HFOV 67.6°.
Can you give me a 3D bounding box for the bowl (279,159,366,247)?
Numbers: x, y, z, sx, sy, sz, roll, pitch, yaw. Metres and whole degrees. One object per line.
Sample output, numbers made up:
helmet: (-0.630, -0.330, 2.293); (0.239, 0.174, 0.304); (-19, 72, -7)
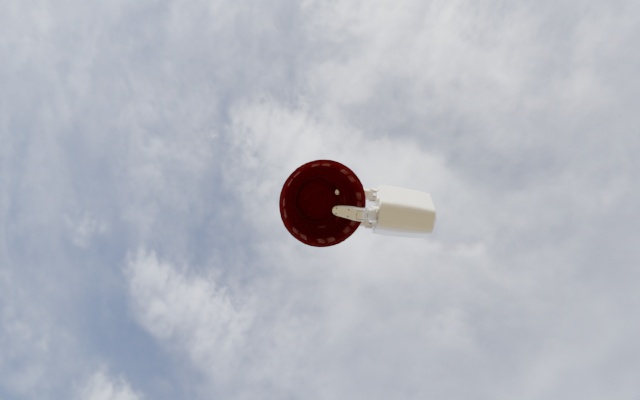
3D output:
bowl: (-0.001, 0.002, 0.889); (0.162, 0.162, 0.055); (0, 8, -12)
